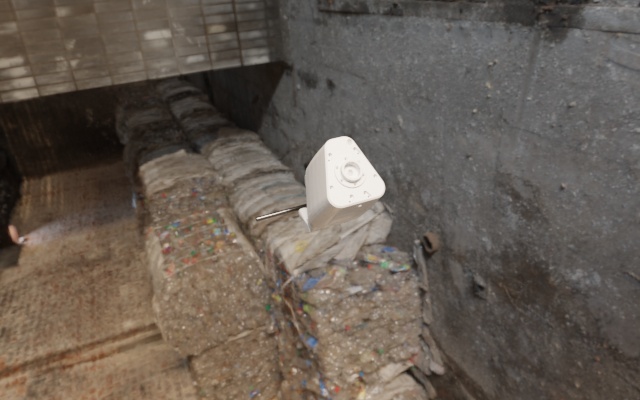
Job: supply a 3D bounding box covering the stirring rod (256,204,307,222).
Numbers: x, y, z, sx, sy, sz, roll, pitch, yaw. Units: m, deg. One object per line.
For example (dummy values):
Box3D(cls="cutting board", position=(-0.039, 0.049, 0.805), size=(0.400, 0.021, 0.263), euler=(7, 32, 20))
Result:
Box3D(cls="stirring rod", position=(0.000, 0.003, 0.855), size=(0.239, 0.011, 0.011), euler=(-15, 5, -20))
